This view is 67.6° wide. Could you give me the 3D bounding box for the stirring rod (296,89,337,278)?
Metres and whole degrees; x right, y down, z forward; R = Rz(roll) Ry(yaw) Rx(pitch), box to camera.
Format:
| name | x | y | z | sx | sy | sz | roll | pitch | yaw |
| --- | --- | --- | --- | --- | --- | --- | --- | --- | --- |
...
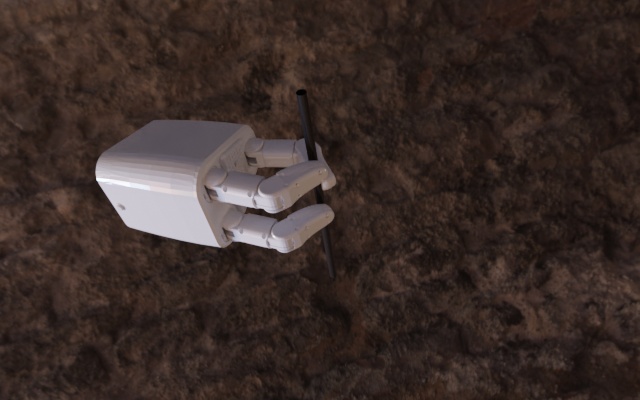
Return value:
| name | x | y | z | sx | sy | sz | roll | pitch | yaw |
| --- | --- | --- | --- | --- | --- | --- | --- | --- | --- |
| stirring rod | 0.000 | 0.001 | 0.436 | 0.011 | 0.011 | 0.240 | 0 | -42 | 9 |
